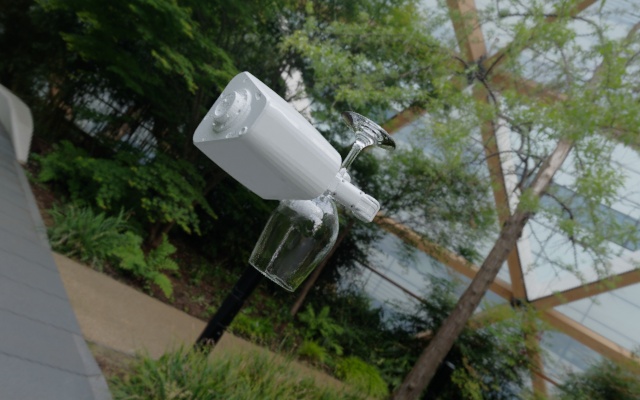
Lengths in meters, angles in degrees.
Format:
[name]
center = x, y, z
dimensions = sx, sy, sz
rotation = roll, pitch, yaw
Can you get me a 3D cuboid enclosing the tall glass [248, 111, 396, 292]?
[tall glass]
center = 0.001, 0.001, 0.538
dimensions = 0.079, 0.201, 0.079
rotation = 33, -6, 4
